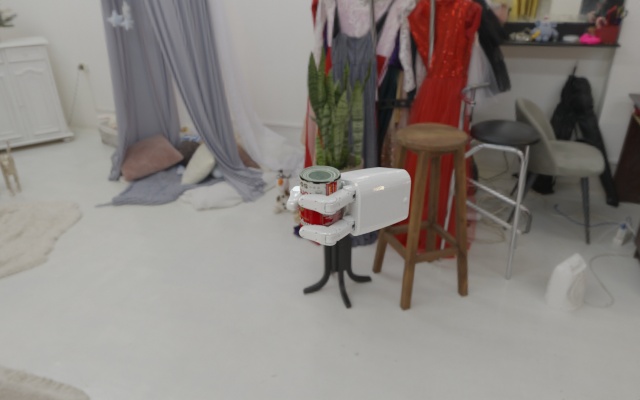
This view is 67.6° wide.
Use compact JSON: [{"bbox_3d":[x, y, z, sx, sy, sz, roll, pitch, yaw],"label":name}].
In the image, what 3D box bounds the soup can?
[{"bbox_3d":[0.000,0.002,0.775,0.068,0.102,0.068,0,27,0],"label":"soup can"}]
